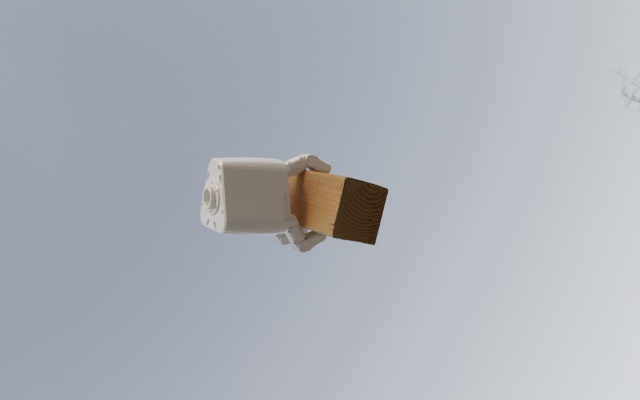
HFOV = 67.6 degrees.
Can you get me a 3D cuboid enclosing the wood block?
[{"bbox_3d":[0.000,0.002,0.775,0.090,0.091,0.206,13,1,-37],"label":"wood block"}]
